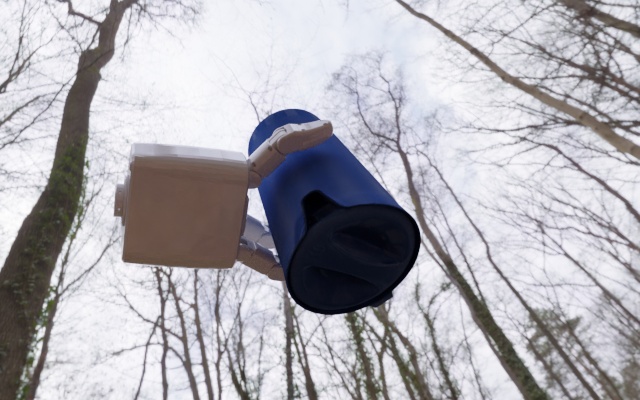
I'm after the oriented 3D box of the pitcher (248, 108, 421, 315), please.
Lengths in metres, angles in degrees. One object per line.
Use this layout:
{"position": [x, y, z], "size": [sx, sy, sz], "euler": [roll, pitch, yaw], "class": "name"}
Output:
{"position": [0.000, 0.002, 0.530], "size": [0.145, 0.149, 0.242], "euler": [3, 33, -24], "class": "pitcher"}
